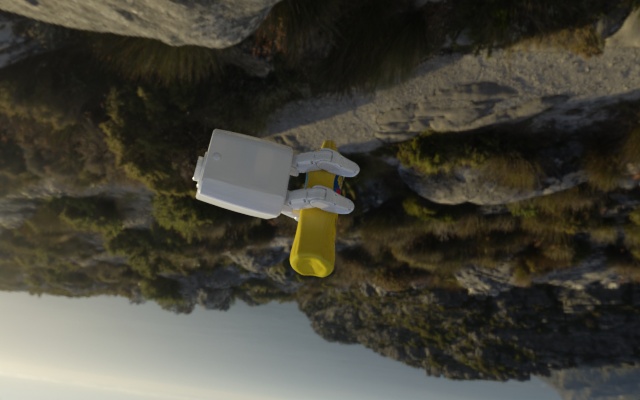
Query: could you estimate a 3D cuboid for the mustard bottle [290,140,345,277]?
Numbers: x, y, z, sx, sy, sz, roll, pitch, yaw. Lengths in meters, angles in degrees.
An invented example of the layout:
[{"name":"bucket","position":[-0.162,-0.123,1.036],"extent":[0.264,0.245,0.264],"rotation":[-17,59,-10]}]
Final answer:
[{"name":"mustard bottle","position":[0.000,0.002,0.660],"extent":[0.058,0.191,0.096],"rotation":[5,-24,7]}]
